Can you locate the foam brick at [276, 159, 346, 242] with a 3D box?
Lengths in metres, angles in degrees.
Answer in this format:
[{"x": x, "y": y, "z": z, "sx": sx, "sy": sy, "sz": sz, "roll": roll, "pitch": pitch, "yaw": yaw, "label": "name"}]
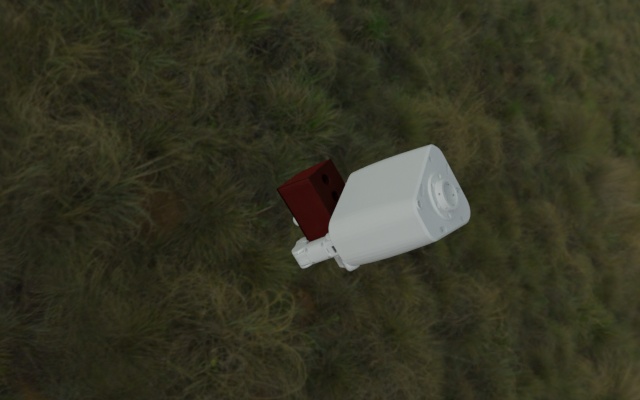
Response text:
[{"x": 0.000, "y": 0.002, "z": 0.541, "sx": 0.051, "sy": 0.078, "sz": 0.053, "roll": -21, "pitch": 15, "yaw": 41, "label": "foam brick"}]
